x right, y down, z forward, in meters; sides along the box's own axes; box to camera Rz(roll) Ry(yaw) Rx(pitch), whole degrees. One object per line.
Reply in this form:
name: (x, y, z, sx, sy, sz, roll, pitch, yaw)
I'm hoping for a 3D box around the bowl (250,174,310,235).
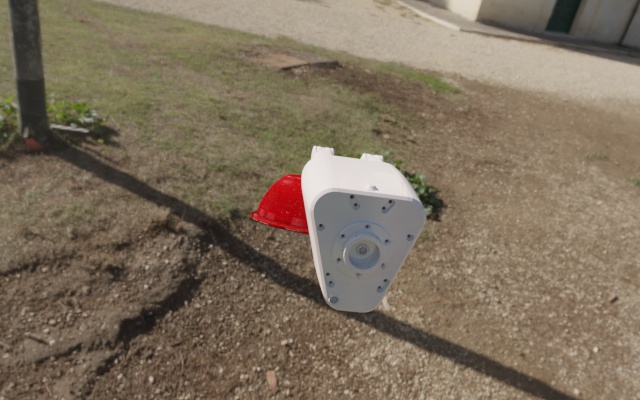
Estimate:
bowl: (0.000, 0.001, 0.572, 0.162, 0.055, 0.162, 8, 6, -1)
